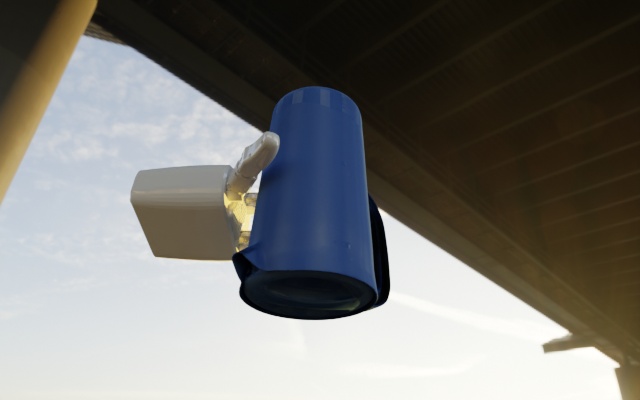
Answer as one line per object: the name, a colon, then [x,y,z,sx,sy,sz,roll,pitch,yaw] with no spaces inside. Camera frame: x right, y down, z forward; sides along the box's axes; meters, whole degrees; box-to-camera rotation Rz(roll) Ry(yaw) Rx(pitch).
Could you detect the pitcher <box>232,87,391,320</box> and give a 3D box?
pitcher: [0.000,0.002,0.523,0.145,0.242,0.149,-2,-33,8]
